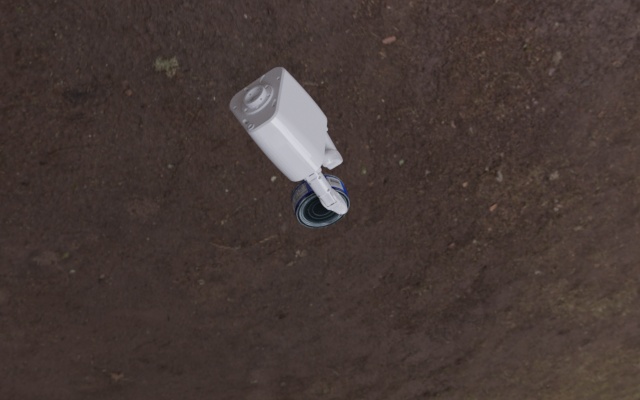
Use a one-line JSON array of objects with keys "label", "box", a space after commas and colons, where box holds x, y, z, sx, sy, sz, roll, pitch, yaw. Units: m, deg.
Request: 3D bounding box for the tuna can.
[{"label": "tuna can", "box": [0.000, 0.003, 0.723, 0.086, 0.086, 0.033, 0, 44, -21]}]
